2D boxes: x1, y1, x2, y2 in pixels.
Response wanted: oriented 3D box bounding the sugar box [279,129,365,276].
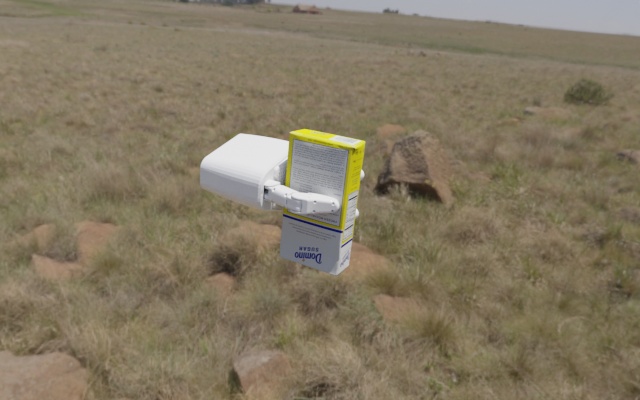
[{"bbox_3d":[0.000,0.002,0.630,0.093,0.176,0.048,16,23,24],"label":"sugar box"}]
